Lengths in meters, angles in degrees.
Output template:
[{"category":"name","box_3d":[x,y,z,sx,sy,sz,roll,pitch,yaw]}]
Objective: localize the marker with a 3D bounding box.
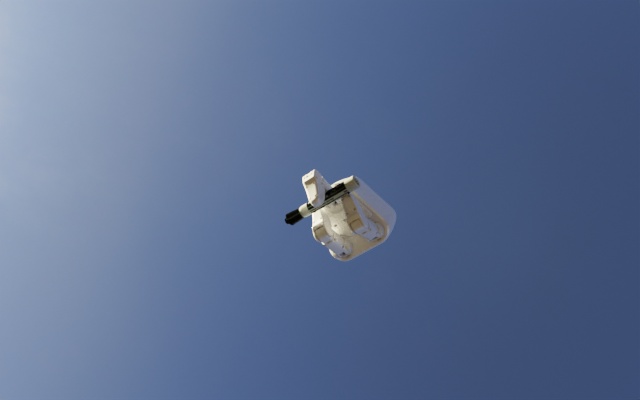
[{"category":"marker","box_3d":[0.000,0.002,0.669,0.121,0.020,0.020,-30,-11,20]}]
